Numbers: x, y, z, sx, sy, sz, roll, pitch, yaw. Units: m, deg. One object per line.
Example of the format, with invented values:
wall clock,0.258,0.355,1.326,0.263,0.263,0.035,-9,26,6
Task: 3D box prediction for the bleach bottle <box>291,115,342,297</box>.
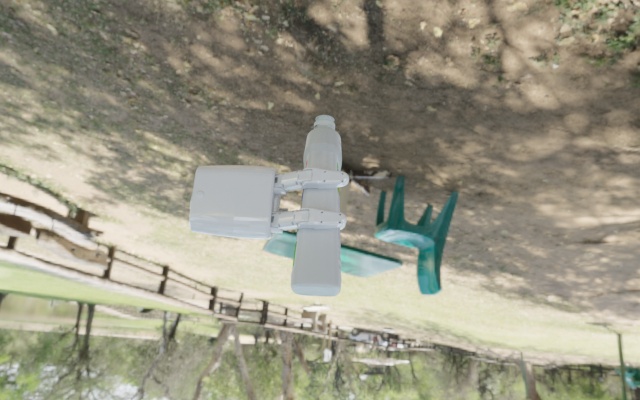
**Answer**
bleach bottle,0.000,0.002,0.671,0.068,0.250,0.103,3,-19,1
